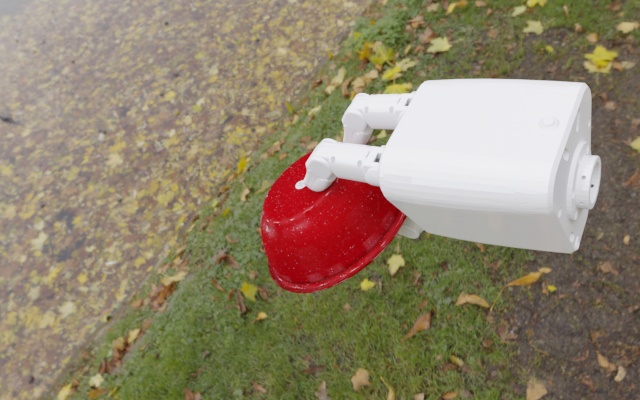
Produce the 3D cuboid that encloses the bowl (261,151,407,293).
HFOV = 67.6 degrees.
[{"bbox_3d":[-0.001,0.001,0.434,0.162,0.162,0.055,0,-41,50],"label":"bowl"}]
